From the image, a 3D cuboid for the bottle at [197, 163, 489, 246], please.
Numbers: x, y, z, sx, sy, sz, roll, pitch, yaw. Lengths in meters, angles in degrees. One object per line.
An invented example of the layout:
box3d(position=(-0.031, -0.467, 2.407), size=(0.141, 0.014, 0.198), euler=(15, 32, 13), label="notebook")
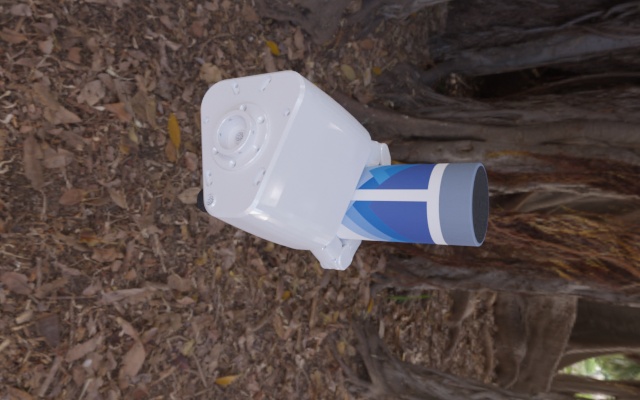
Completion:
box3d(position=(0.000, 0.002, 0.453), size=(0.295, 0.069, 0.069), euler=(1, 0, 30), label="bottle")
